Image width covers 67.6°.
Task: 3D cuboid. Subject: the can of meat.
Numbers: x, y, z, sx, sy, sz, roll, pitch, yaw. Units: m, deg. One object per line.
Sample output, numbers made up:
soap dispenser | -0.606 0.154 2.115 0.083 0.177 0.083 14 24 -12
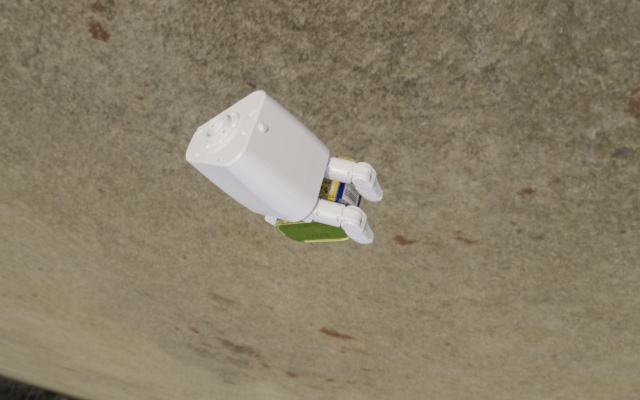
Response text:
can of meat | 0.000 0.002 0.575 0.102 0.084 0.057 -7 -35 36
